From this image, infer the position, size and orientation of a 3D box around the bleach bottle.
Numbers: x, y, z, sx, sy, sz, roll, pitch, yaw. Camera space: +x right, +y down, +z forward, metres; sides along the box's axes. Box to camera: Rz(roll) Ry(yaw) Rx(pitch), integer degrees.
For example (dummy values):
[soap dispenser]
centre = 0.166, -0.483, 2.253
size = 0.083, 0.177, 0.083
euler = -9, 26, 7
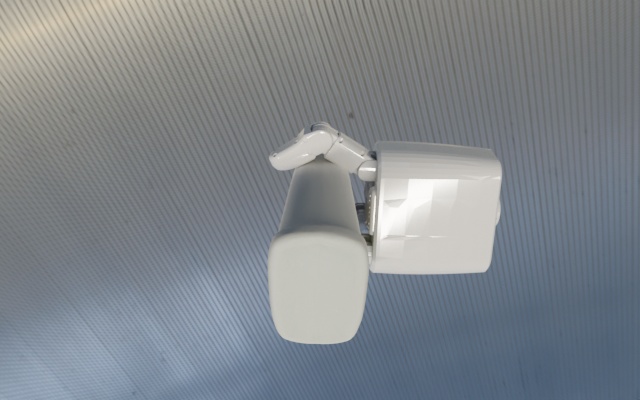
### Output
[bleach bottle]
centre = 0.000, 0.002, 0.428
size = 0.068, 0.103, 0.250
euler = 2, 31, 0
